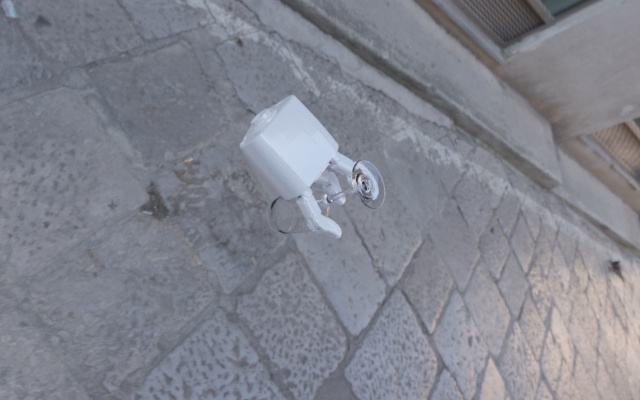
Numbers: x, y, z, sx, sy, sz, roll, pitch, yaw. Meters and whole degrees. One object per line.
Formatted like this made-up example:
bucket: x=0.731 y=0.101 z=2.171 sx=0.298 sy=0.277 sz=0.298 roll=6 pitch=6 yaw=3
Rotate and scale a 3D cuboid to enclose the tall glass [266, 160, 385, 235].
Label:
tall glass: x=0.001 y=0.002 z=0.757 sx=0.201 sy=0.079 sz=0.079 roll=-21 pitch=-14 yaw=41
